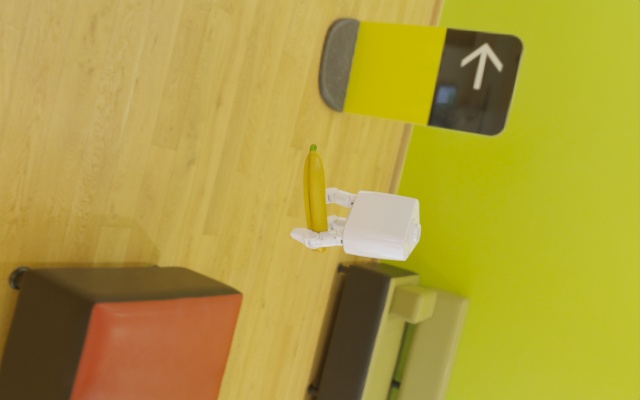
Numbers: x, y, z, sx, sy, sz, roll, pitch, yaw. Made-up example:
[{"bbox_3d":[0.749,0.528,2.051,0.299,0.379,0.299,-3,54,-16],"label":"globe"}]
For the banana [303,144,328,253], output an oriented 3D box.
[{"bbox_3d":[-0.005,0.002,0.833,0.037,0.198,0.069,0,9,17],"label":"banana"}]
